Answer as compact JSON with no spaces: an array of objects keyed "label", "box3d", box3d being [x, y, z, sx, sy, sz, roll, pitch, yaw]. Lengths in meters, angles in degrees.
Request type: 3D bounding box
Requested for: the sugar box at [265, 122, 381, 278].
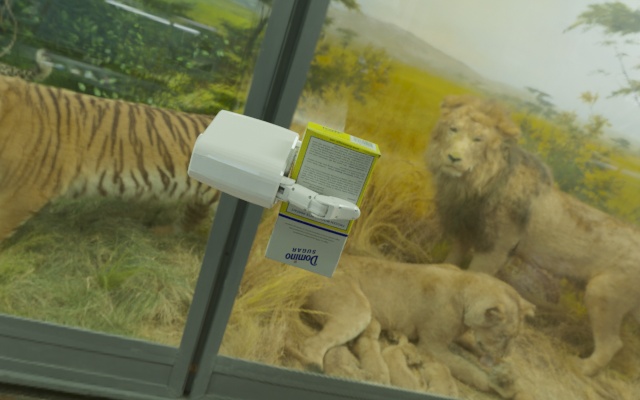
[{"label":"sugar box","box3d":[0.000,0.002,0.594,0.093,0.176,0.048,19,22,-5]}]
